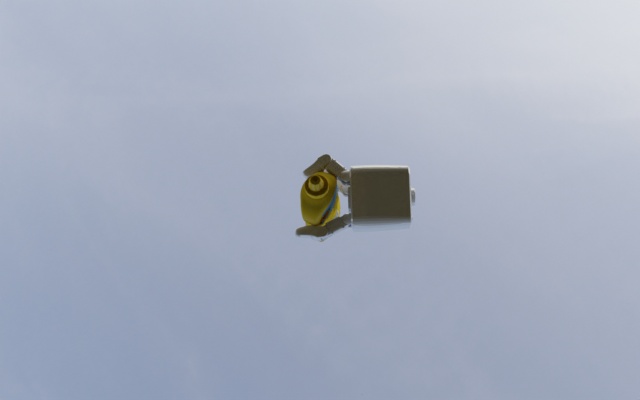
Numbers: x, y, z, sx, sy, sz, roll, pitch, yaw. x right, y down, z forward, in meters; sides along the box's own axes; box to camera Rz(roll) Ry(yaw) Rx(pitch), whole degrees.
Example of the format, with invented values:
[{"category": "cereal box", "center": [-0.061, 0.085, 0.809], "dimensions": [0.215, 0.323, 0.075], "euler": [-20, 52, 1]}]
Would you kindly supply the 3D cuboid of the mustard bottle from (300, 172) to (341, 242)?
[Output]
[{"category": "mustard bottle", "center": [0.000, 0.003, 0.861], "dimensions": [0.058, 0.096, 0.192], "euler": [22, -19, 13]}]
